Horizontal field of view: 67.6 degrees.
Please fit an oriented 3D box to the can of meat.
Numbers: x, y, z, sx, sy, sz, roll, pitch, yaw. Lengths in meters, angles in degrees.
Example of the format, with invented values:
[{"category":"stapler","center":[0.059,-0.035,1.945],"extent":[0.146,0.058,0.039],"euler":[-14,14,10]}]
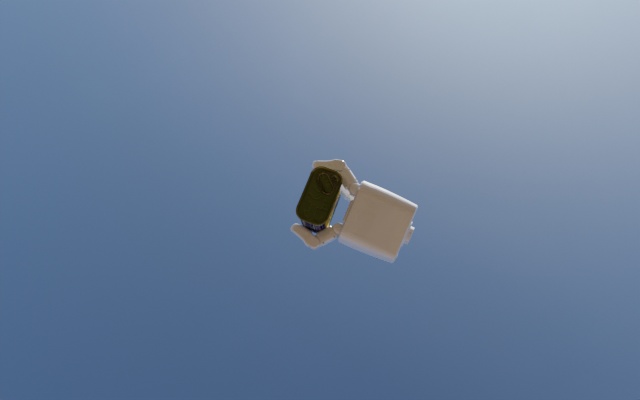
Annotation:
[{"category":"can of meat","center":[0.000,0.003,0.840],"extent":[0.057,0.102,0.084],"euler":[20,-15,8]}]
